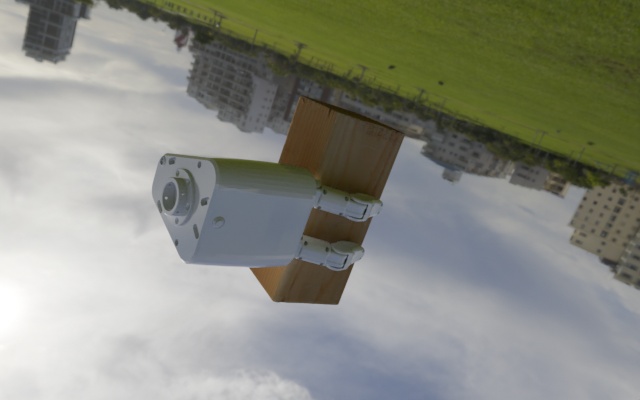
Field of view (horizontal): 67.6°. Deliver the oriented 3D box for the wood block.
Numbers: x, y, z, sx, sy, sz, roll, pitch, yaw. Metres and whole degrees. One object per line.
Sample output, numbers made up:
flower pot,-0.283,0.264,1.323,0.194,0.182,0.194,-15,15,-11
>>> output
wood block,0.000,0.002,0.530,0.090,0.206,0.090,10,17,-34
